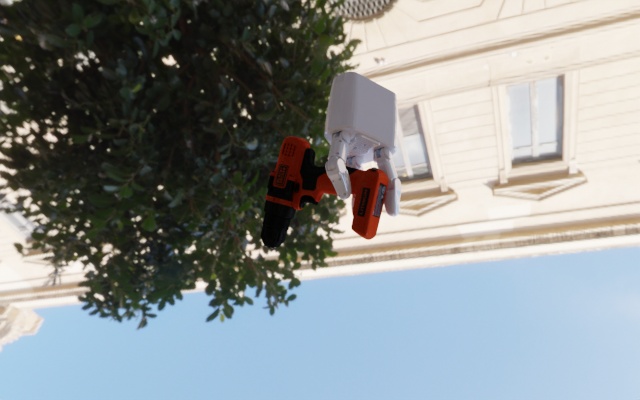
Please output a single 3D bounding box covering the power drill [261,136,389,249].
[{"bbox_3d":[0.001,0.002,0.742,0.187,0.184,0.057,14,1,23],"label":"power drill"}]
